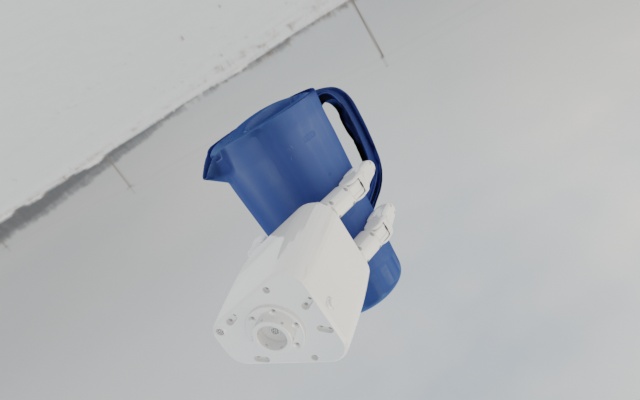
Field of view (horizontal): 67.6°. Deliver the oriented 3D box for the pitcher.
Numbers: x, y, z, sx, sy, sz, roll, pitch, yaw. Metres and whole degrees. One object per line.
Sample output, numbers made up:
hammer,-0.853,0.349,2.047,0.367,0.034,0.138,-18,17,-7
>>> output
pitcher,0.000,0.002,0.539,0.149,0.243,0.145,-24,19,22
